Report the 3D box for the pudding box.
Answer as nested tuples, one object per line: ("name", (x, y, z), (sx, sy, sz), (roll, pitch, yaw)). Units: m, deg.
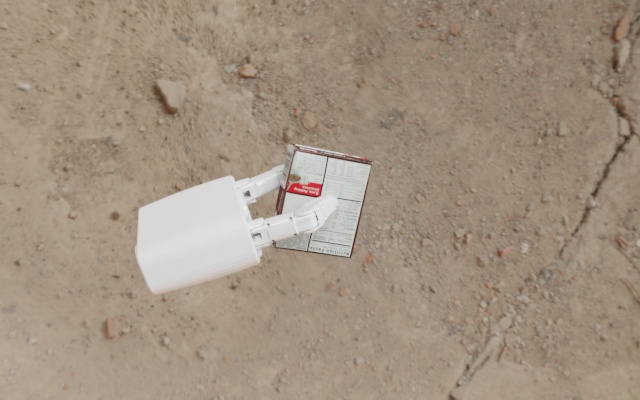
("pudding box", (0.000, 0.002, 0.520), (0.090, 0.113, 0.039), (10, 13, -15))
